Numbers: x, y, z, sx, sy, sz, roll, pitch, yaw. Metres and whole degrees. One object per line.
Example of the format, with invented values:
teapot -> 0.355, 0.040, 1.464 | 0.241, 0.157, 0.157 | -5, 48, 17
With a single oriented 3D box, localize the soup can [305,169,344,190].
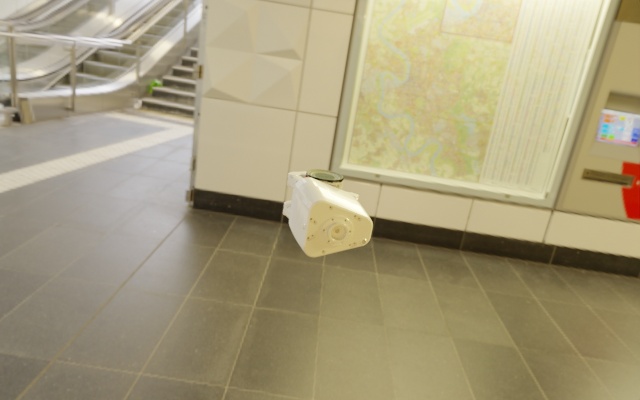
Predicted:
soup can -> 0.000, 0.002, 0.840 | 0.068, 0.102, 0.068 | 8, 18, -3
